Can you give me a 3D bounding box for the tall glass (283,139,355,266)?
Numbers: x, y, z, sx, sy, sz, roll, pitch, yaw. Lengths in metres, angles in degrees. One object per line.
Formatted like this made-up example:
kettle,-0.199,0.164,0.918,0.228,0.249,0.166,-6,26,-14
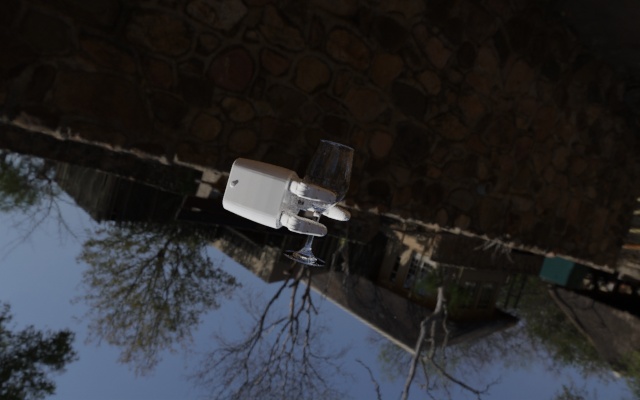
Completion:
tall glass,0.000,0.003,0.797,0.079,0.201,0.079,16,4,-1
